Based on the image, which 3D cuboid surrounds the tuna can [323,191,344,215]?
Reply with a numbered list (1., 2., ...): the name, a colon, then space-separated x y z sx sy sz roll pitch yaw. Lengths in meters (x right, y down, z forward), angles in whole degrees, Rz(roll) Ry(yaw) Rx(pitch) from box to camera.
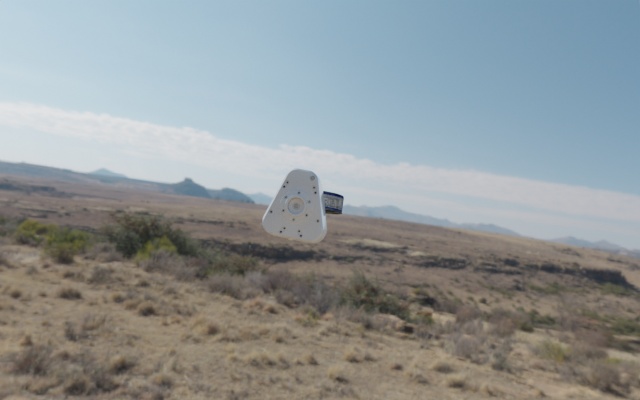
1. tuna can: 0.000 0.002 0.889 0.086 0.033 0.086 8 -6 1
